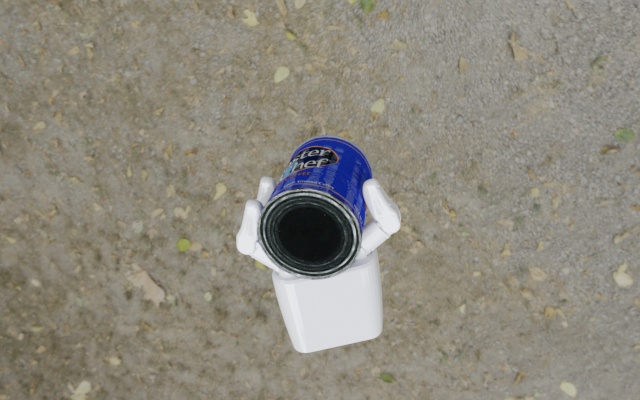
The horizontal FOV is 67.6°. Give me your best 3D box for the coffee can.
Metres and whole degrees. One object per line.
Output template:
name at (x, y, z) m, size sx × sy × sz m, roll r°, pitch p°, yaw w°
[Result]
coffee can at (0.000, 0.001, 0.513) m, size 0.103 × 0.103 × 0.140 m, roll 0°, pitch 28°, yaw 11°
